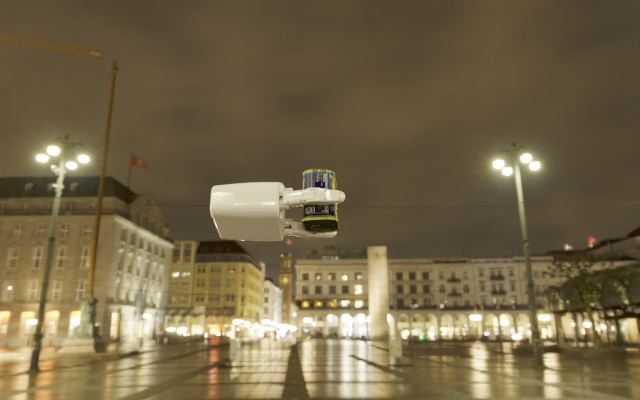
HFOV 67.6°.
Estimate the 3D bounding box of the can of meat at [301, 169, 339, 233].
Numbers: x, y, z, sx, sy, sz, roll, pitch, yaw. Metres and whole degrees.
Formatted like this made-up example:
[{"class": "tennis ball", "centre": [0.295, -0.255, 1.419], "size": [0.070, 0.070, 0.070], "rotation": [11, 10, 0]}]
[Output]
[{"class": "can of meat", "centre": [0.000, 0.002, 0.789], "size": [0.057, 0.084, 0.102], "rotation": [-2, -16, 4]}]
